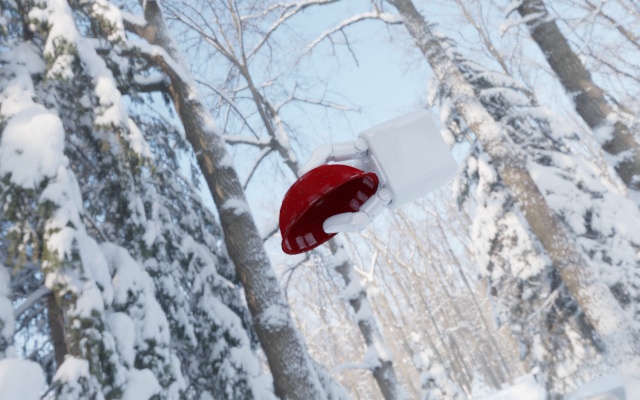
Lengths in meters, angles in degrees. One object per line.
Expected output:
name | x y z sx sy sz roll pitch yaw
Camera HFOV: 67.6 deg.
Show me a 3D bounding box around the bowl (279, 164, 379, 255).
bowl | -0.001 0.002 0.646 0.162 0.055 0.162 -33 -22 -15
